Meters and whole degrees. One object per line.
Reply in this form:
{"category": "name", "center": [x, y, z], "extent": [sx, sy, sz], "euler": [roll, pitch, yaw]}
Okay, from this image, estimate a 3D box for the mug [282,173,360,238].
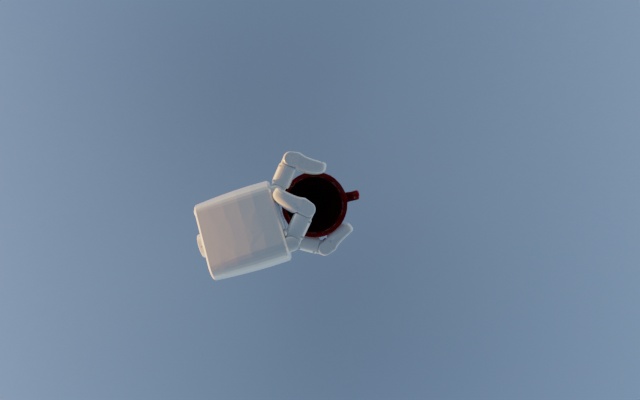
{"category": "mug", "center": [0.001, 0.002, 0.711], "extent": [0.117, 0.093, 0.081], "euler": [-15, 2, -4]}
